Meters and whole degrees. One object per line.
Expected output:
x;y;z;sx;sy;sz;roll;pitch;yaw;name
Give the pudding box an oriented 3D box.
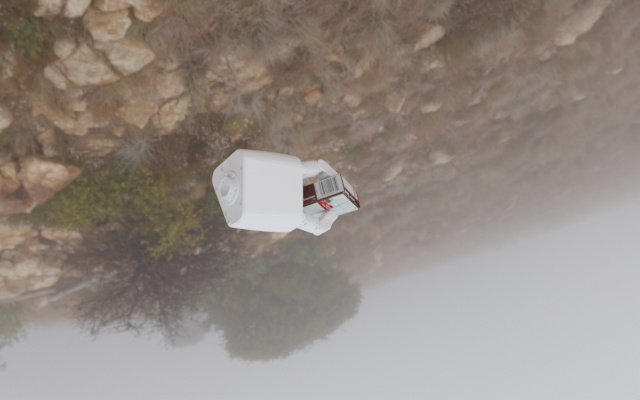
0.000;0.003;0.806;0.113;0.039;0.090;-18;-23;16;pudding box
